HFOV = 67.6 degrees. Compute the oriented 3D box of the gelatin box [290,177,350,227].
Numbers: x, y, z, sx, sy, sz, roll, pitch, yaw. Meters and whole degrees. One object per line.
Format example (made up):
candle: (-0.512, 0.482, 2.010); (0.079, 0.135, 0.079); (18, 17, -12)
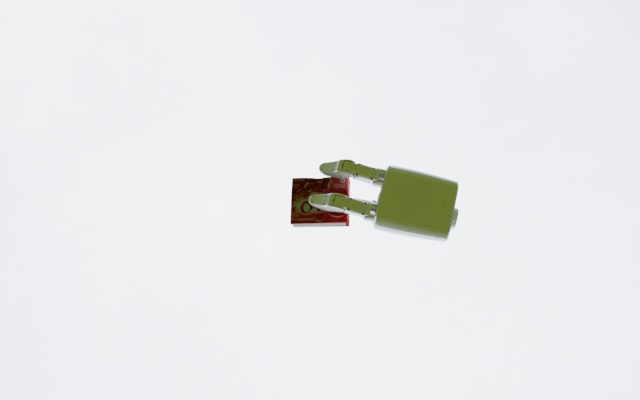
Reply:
gelatin box: (0.000, 0.003, 0.728); (0.089, 0.073, 0.030); (-1, -16, 9)
